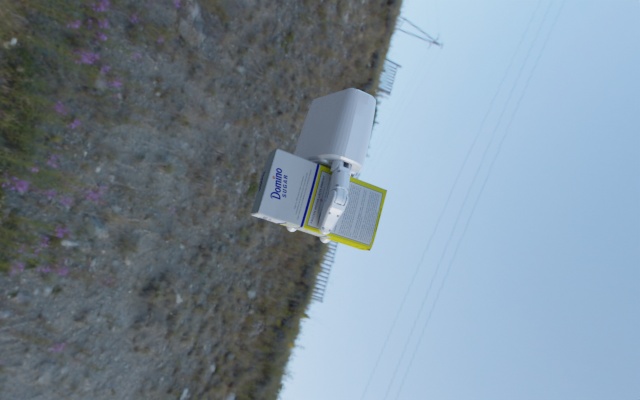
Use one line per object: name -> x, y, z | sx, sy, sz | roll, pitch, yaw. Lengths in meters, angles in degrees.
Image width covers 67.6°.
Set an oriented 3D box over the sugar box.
sugar box -> 0.000, 0.002, 0.665 | 0.176, 0.093, 0.048 | 20, -12, -18
